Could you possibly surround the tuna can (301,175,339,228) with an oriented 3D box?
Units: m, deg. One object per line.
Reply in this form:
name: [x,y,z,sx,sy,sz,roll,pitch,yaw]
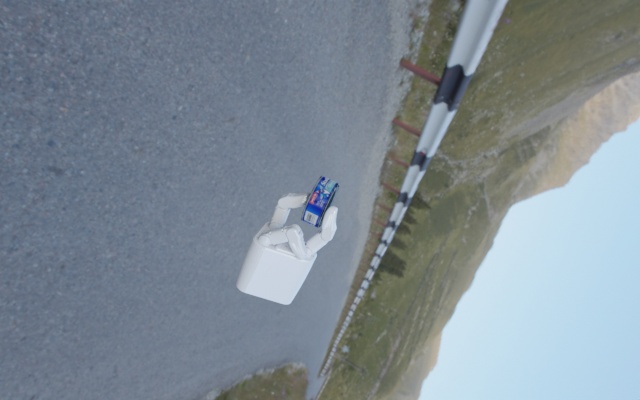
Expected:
tuna can: [0.001,0.003,0.817,0.034,0.086,0.086,25,3,6]
